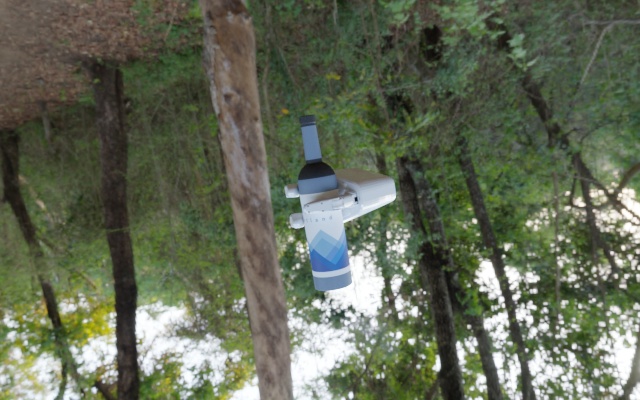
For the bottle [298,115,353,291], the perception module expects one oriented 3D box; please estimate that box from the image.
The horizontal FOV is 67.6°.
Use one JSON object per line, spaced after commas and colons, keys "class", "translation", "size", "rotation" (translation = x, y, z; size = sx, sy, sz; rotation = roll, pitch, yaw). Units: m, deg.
{"class": "bottle", "translation": [0.000, 0.003, 0.816], "size": [0.069, 0.296, 0.069], "rotation": [-9, 6, 1]}
